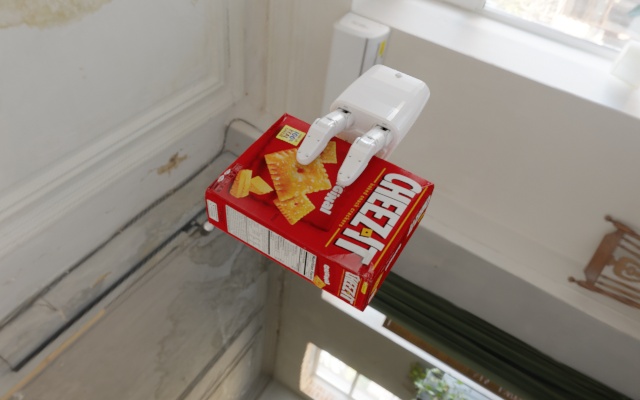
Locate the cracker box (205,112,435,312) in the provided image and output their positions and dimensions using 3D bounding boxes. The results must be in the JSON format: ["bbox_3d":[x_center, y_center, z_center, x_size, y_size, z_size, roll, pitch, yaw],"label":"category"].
[{"bbox_3d":[0.000,0.002,0.560,0.213,0.072,0.164,27,53,17],"label":"cracker box"}]
